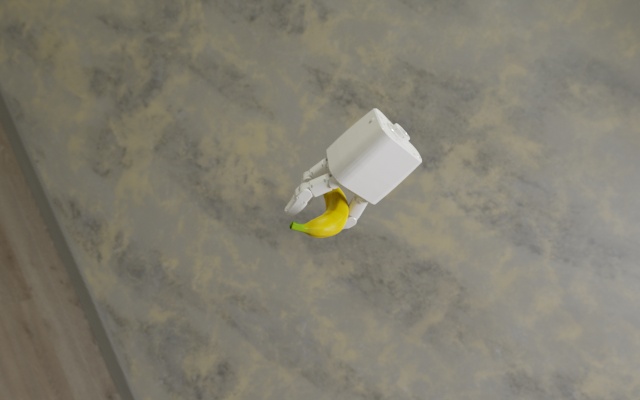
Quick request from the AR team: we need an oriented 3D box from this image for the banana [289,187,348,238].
[{"bbox_3d":[0.014,0.015,0.773,0.069,0.037,0.197,38,25,0],"label":"banana"}]
